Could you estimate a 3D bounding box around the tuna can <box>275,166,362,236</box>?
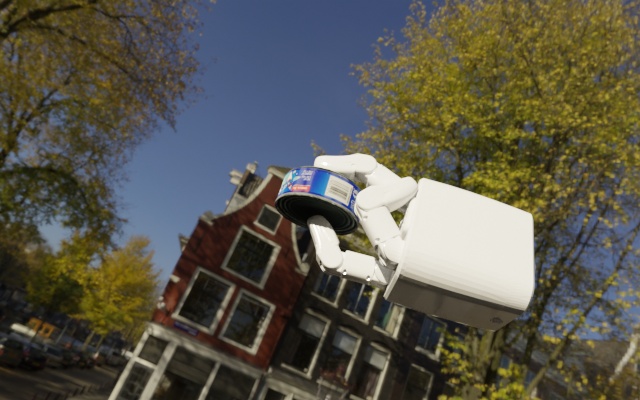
[{"bbox_3d":[0.000,0.001,0.478,0.086,0.033,0.086,14,-24,7],"label":"tuna can"}]
